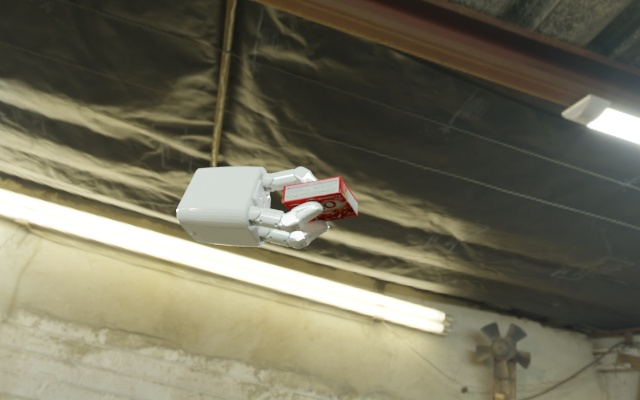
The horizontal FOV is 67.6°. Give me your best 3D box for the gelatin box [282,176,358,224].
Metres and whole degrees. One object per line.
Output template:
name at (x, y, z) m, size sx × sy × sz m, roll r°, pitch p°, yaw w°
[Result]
gelatin box at (0.000, 0.002, 0.677) m, size 0.089 × 0.030 × 0.073 m, roll -10°, pitch -32°, yaw 20°
